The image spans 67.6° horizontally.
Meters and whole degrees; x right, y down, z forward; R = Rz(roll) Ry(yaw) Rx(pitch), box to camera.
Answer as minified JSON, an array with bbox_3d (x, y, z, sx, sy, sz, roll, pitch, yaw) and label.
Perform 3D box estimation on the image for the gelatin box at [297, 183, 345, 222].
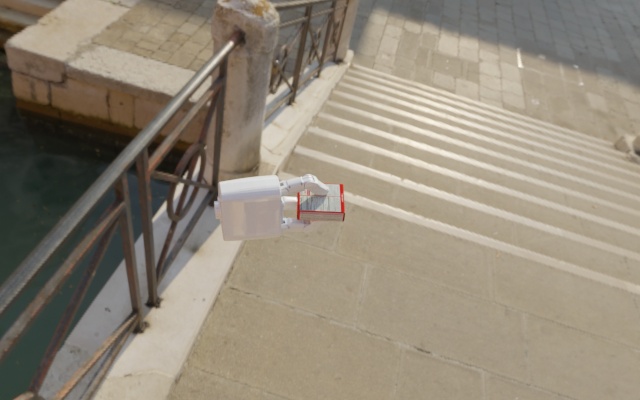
[{"bbox_3d":[0.001,0.003,0.898,0.089,0.073,0.030,1,-42,-3],"label":"gelatin box"}]
